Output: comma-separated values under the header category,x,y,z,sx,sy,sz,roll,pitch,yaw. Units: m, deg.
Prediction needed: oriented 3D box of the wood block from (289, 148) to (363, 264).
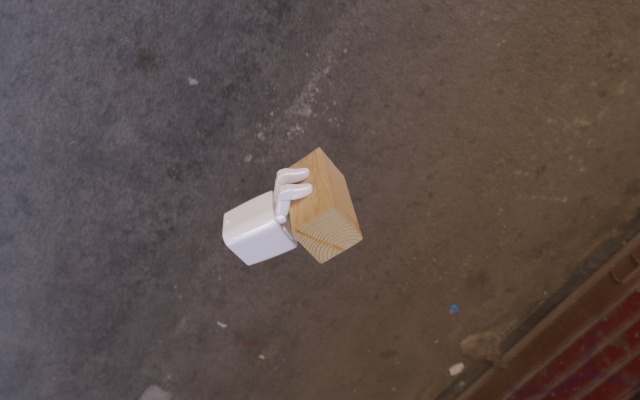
category,x,y,z,sx,sy,sz,roll,pitch,yaw
wood block,0.000,0.003,0.879,0.090,0.091,0.206,-33,32,14
